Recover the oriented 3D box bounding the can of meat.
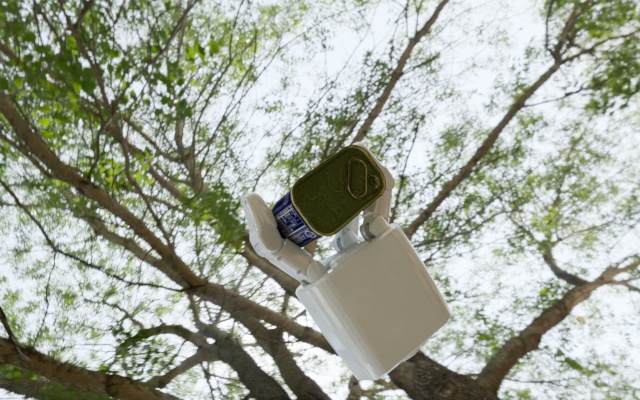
[{"bbox_3d":[0.000,0.002,0.461,0.102,0.057,0.084,-38,2,-34],"label":"can of meat"}]
